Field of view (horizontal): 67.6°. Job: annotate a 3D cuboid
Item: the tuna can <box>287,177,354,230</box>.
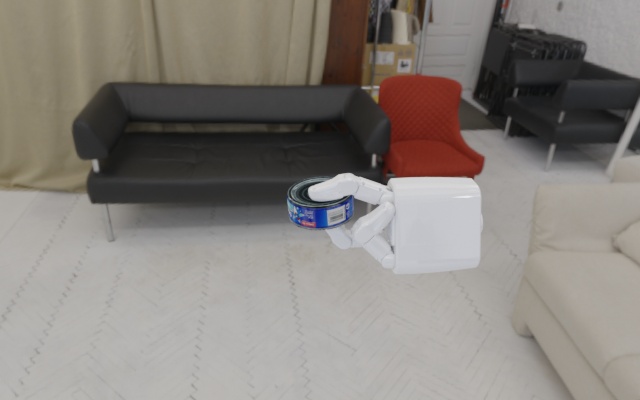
[{"bbox_3d":[0.000,0.002,0.612,0.086,0.034,0.086,-3,28,2],"label":"tuna can"}]
